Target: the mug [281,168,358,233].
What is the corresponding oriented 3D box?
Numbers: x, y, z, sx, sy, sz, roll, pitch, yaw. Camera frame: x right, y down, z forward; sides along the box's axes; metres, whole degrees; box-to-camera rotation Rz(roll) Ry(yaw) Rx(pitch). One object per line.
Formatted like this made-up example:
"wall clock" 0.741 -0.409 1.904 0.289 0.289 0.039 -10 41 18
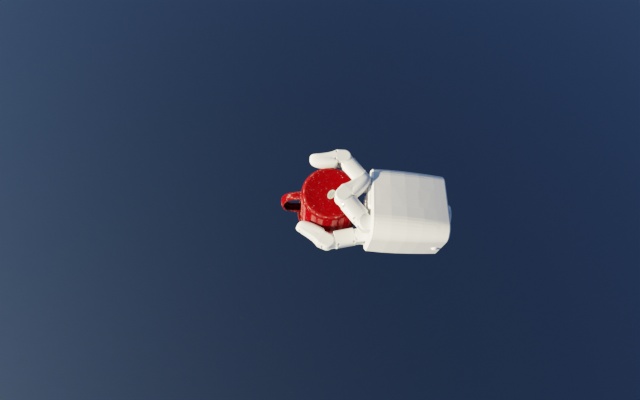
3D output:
"mug" -0.001 0.002 0.713 0.117 0.093 0.081 4 -22 -1
